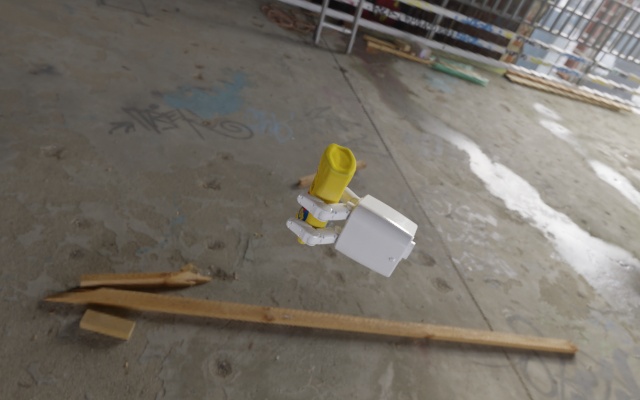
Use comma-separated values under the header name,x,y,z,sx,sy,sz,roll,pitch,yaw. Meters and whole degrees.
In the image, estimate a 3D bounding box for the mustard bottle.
name,x,y,z,sx,sy,sz,roll,pitch,yaw
mustard bottle,0.000,0.002,0.826,0.058,0.192,0.096,17,35,-11
